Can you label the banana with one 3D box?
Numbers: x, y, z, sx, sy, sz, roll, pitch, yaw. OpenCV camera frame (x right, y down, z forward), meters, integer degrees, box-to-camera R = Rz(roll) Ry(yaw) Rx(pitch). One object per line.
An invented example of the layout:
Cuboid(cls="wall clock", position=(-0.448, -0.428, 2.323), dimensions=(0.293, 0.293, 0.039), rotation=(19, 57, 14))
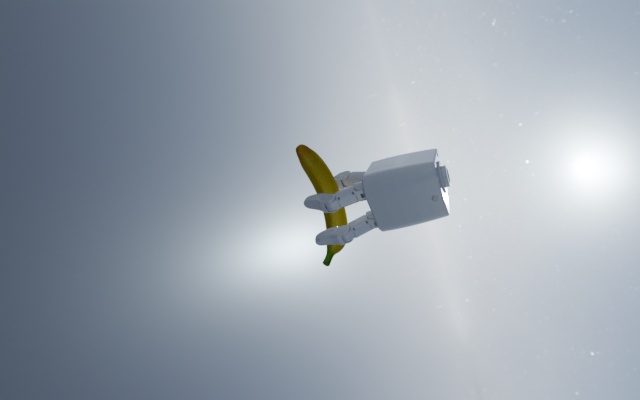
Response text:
Cuboid(cls="banana", position=(0.009, 0.001, 0.767), dimensions=(0.037, 0.198, 0.069), rotation=(-10, 10, 29))
